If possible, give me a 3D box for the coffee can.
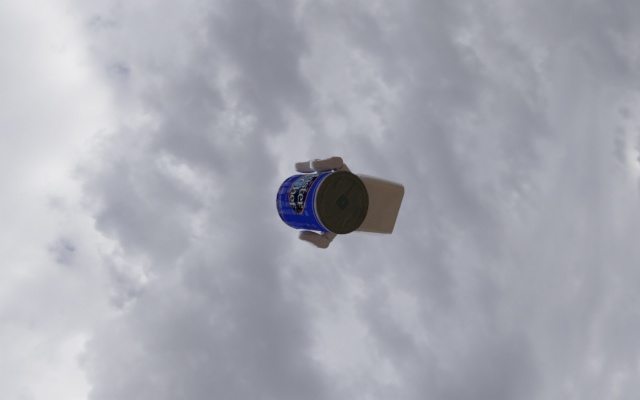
[{"bbox_3d":[0.000,0.003,0.819,0.103,0.103,0.140,0,1,-32],"label":"coffee can"}]
